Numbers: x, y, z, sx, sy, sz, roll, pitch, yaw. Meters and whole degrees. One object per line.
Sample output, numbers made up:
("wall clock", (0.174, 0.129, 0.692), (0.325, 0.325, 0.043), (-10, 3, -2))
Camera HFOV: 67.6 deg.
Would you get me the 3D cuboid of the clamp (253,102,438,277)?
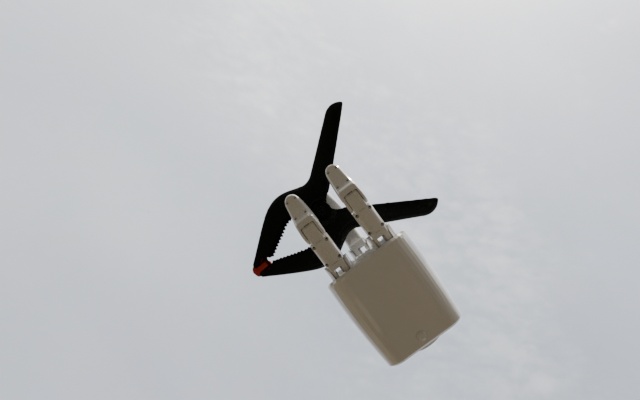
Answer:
("clamp", (0.000, 0.002, 0.535), (0.210, 0.164, 0.036), (-37, -10, 2))
